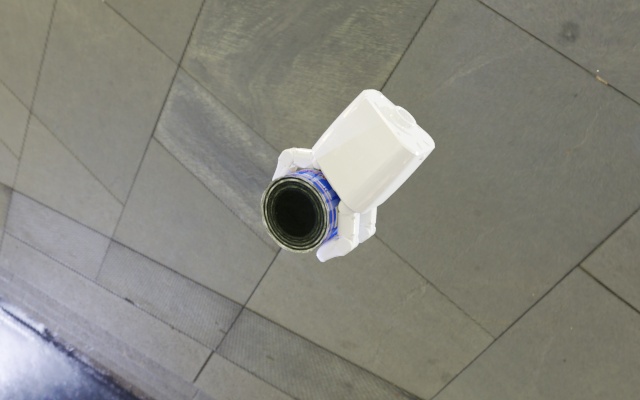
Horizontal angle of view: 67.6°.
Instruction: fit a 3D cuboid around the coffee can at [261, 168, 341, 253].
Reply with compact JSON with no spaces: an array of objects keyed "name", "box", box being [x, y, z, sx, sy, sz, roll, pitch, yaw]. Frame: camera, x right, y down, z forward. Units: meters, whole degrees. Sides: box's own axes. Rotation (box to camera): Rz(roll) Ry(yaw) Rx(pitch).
[{"name":"coffee can","box":[0.000,0.002,0.658,0.103,0.103,0.140,0,13,30]}]
